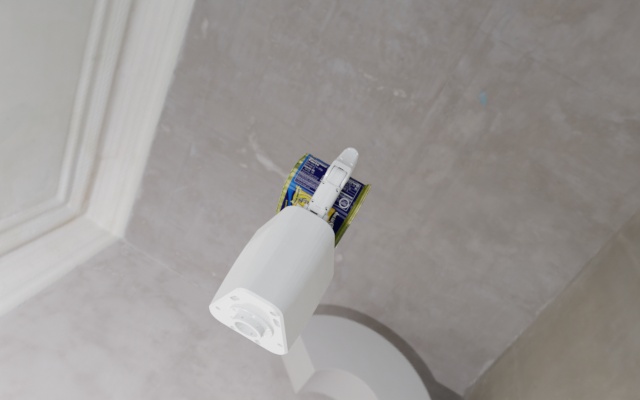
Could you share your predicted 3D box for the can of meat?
[{"bbox_3d":[0.000,0.002,0.553,0.084,0.057,0.102,30,-33,3],"label":"can of meat"}]
